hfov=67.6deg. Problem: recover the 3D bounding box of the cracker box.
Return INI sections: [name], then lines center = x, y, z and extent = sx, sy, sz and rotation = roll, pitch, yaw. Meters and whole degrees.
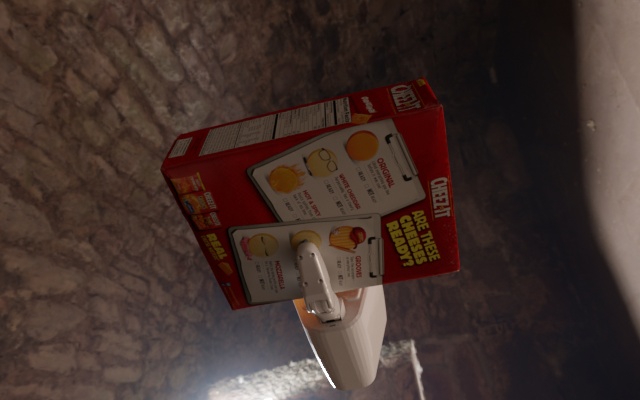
[cracker box]
center = 0.000, 0.001, 0.413
extent = 0.214, 0.164, 0.072
rotation = -12, 35, 7
